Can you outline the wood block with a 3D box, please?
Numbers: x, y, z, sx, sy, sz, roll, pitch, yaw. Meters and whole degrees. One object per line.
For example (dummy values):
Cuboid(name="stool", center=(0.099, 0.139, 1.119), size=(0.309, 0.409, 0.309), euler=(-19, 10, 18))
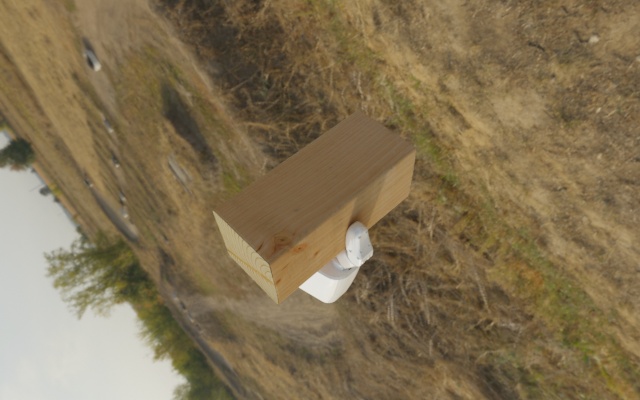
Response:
Cuboid(name="wood block", center=(0.000, 0.002, 0.525), size=(0.206, 0.090, 0.090), euler=(-38, 60, -23))
